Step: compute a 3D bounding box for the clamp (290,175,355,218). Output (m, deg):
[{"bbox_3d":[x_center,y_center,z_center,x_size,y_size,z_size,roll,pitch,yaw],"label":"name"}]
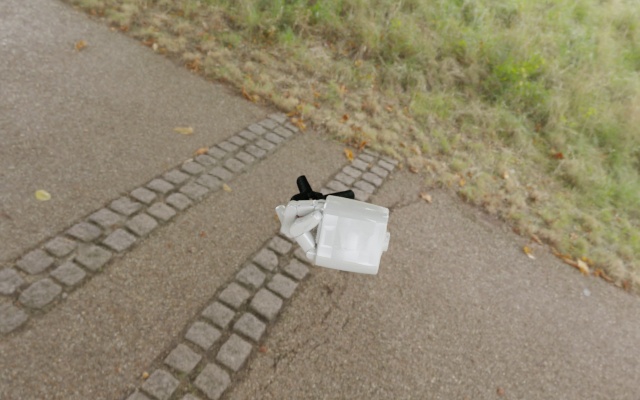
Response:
[{"bbox_3d":[0.000,0.002,0.890,0.120,0.039,0.171,9,28,5],"label":"clamp"}]
